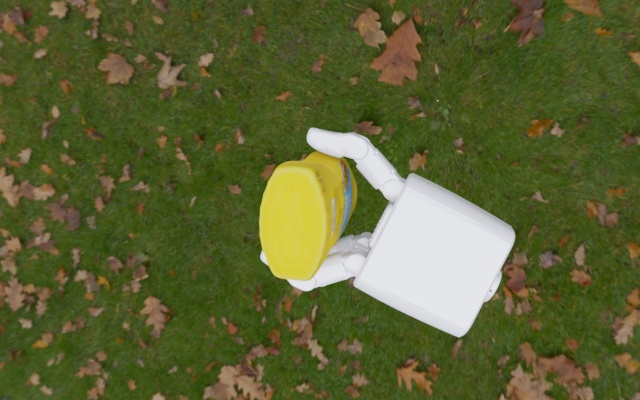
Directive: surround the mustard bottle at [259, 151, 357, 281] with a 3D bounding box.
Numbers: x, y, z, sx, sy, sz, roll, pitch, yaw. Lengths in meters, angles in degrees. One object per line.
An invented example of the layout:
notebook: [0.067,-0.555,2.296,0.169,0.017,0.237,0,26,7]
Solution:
mustard bottle: [0.000,0.001,0.463,0.058,0.096,0.191,3,12,13]
